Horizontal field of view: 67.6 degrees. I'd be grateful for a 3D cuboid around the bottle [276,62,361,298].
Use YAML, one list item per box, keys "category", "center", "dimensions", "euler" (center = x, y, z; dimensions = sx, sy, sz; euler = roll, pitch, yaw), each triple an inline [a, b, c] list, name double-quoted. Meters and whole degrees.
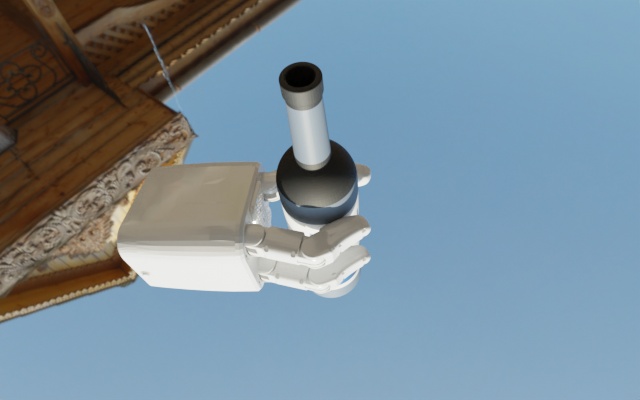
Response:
- category: "bottle"
  center: [0.000, 0.001, 0.418]
  dimensions: [0.069, 0.069, 0.296]
  euler: [0, -32, 6]
